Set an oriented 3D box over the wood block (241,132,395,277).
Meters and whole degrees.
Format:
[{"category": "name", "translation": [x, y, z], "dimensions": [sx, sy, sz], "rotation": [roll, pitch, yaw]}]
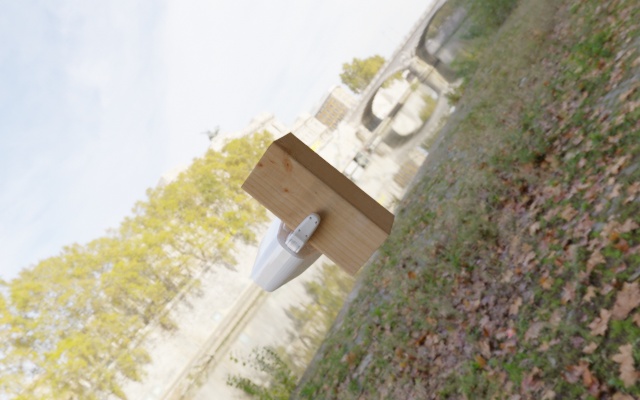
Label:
[{"category": "wood block", "translation": [0.000, 0.003, 0.707], "dimensions": [0.206, 0.090, 0.090], "rotation": [39, 22, 0]}]
